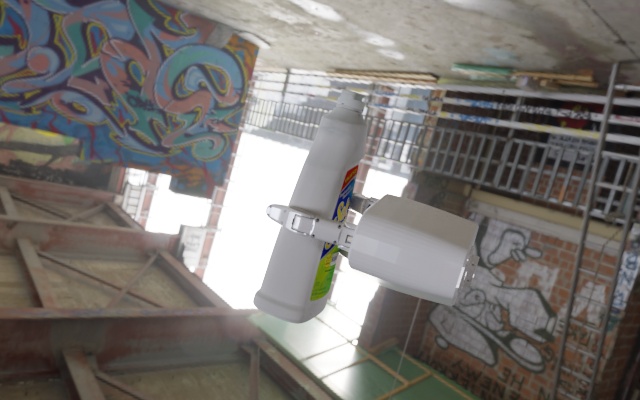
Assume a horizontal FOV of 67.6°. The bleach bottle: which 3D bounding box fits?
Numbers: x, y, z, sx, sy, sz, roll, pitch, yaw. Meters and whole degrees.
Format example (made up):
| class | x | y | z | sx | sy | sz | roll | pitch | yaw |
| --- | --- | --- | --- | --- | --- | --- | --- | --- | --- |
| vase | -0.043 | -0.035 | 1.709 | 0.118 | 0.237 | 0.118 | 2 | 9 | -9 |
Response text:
| class | x | y | z | sx | sy | sz | roll | pitch | yaw |
| --- | --- | --- | --- | --- | --- | --- | --- | --- | --- |
| bleach bottle | 0.000 | 0.002 | 0.531 | 0.068 | 0.251 | 0.102 | 18 | 6 | 19 |
